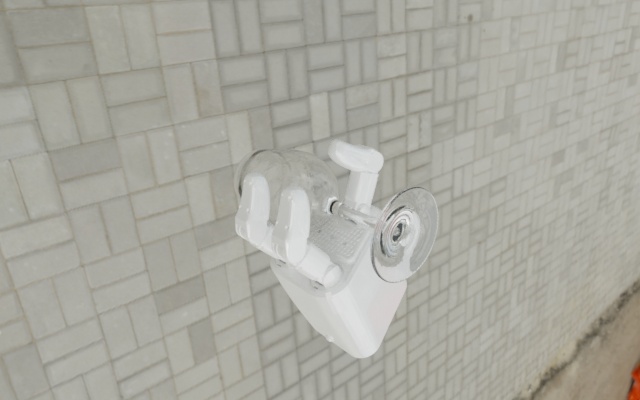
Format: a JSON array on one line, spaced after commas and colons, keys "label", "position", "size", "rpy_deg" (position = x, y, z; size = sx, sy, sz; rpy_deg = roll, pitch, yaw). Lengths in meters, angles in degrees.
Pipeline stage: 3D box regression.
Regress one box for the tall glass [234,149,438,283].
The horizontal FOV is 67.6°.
[{"label": "tall glass", "position": [0.000, 0.001, 0.422], "size": [0.079, 0.079, 0.201], "rpy_deg": [0, 15, -42]}]
